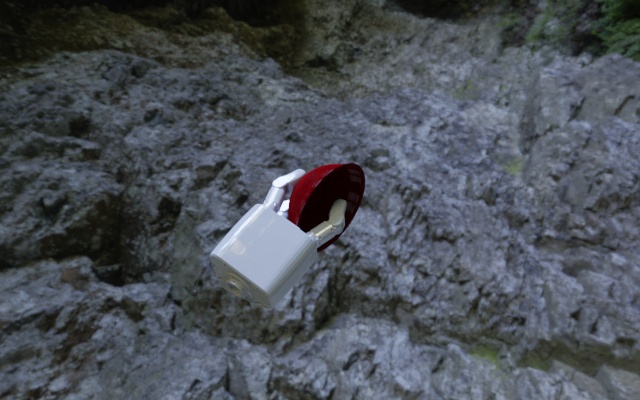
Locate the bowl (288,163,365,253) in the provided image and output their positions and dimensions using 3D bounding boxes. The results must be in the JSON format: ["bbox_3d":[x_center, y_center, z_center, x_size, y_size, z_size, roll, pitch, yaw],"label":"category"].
[{"bbox_3d":[0.001,0.002,0.758,0.055,0.162,0.162,33,18,30],"label":"bowl"}]
